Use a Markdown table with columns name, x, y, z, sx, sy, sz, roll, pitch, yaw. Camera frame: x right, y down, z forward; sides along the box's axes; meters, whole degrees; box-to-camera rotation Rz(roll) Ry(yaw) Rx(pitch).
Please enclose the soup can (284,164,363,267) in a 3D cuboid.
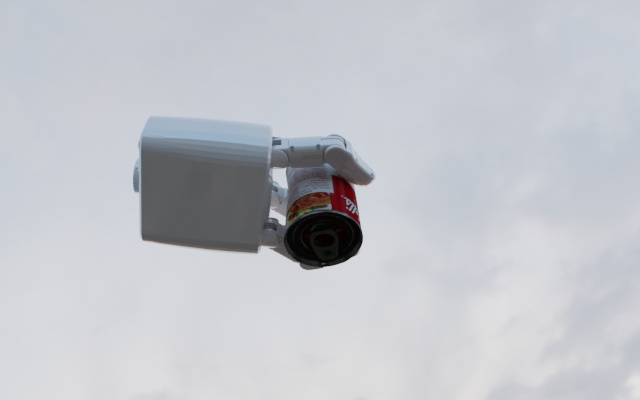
| name | x | y | z | sx | sy | sz | roll | pitch | yaw |
| --- | --- | --- | --- | --- | --- | --- | --- | --- | --- |
| soup can | 0.001 | 0.001 | 0.444 | 0.068 | 0.069 | 0.102 | 0 | 41 | -4 |
